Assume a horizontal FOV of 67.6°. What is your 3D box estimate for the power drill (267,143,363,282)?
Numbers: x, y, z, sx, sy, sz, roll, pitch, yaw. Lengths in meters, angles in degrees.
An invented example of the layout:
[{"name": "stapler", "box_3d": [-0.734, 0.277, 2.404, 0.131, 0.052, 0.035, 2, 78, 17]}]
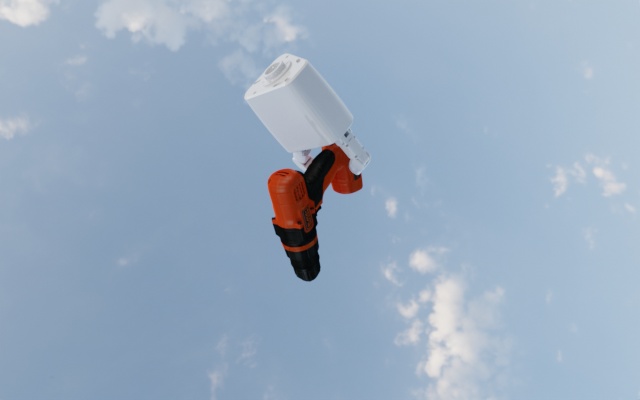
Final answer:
[{"name": "power drill", "box_3d": [0.000, 0.002, 0.706, 0.057, 0.185, 0.187, 10, 40, 27]}]
